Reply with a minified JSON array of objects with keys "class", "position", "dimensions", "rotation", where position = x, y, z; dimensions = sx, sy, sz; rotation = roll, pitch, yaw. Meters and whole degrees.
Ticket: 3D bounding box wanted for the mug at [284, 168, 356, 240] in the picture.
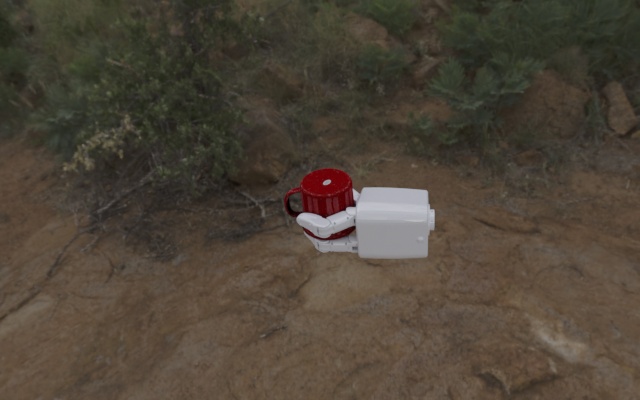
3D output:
[{"class":"mug","position":[-0.001,0.002,0.757],"dimensions":[0.117,0.082,0.093],"rotation":[1,36,11]}]
